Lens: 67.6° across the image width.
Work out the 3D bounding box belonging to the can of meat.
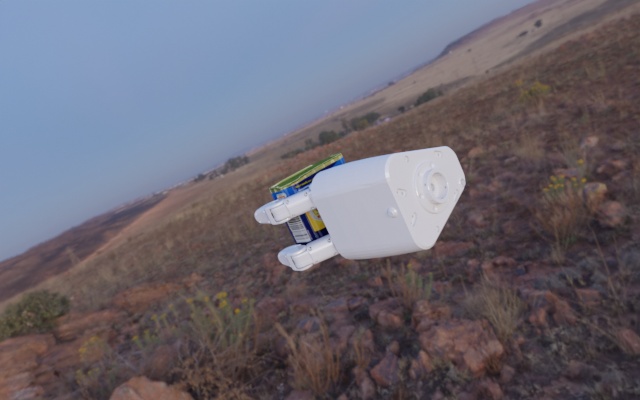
[{"bbox_3d":[0.000,0.002,0.562,0.102,0.084,0.057,-32,12,-34],"label":"can of meat"}]
